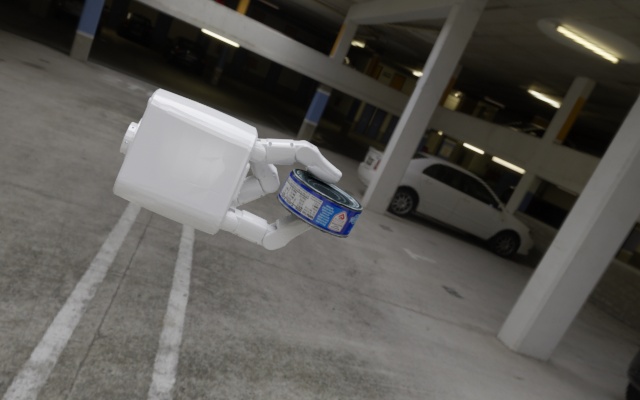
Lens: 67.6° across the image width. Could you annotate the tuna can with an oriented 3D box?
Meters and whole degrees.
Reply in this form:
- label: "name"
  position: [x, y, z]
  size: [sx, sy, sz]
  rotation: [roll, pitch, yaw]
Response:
- label: "tuna can"
  position: [0.000, 0.001, 0.496]
  size: [0.086, 0.034, 0.086]
  rotation: [28, 12, -6]
